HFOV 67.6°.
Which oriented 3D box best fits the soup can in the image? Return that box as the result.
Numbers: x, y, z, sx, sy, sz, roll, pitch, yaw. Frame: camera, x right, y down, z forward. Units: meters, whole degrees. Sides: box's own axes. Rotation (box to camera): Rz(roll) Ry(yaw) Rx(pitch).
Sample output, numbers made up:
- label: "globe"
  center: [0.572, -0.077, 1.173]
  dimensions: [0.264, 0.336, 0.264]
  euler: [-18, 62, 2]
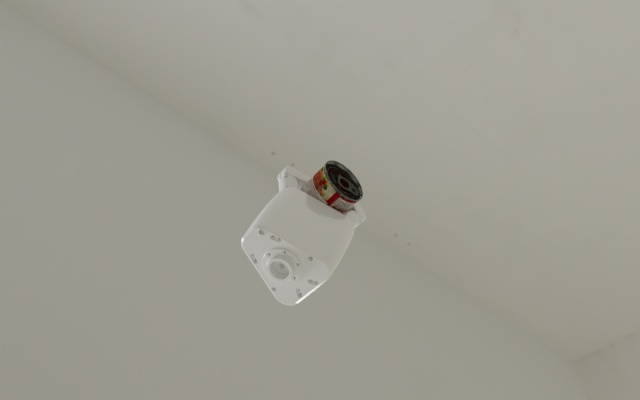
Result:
- label: "soup can"
  center: [0.000, 0.002, 0.666]
  dimensions: [0.102, 0.068, 0.068]
  euler: [-42, -25, 30]
